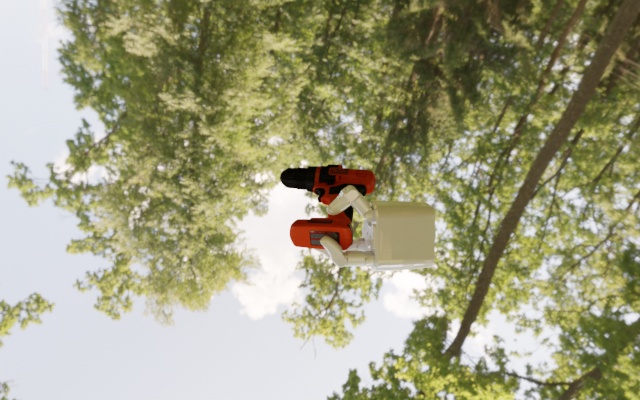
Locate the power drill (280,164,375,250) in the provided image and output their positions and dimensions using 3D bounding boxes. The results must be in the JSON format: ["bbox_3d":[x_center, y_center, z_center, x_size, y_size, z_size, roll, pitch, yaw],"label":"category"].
[{"bbox_3d":[0.000,0.003,0.862,0.184,0.057,0.187,2,42,12],"label":"power drill"}]
